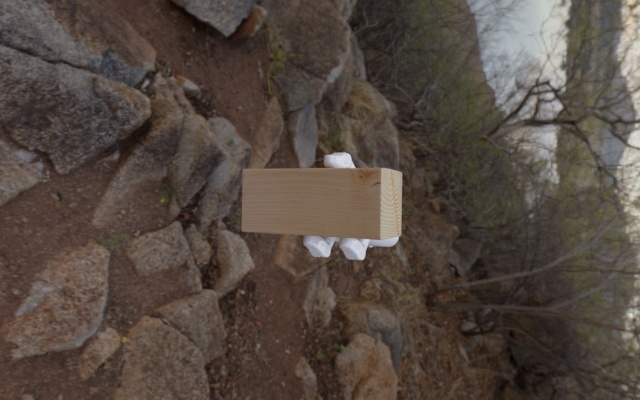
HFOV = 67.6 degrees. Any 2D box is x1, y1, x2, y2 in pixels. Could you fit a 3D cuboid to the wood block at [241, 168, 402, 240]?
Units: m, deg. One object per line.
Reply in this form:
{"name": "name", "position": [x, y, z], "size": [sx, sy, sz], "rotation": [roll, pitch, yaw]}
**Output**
{"name": "wood block", "position": [0.000, 0.002, 0.663], "size": [0.206, 0.091, 0.090], "rotation": [1, 0, 26]}
